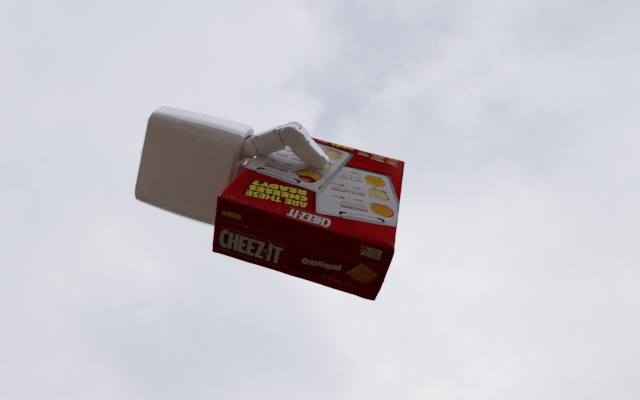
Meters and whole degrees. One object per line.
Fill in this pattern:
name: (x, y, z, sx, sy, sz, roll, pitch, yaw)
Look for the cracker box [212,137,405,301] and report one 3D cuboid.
cracker box: (0.000, 0.001, 0.519, 0.164, 0.072, 0.213, 16, 28, 5)
